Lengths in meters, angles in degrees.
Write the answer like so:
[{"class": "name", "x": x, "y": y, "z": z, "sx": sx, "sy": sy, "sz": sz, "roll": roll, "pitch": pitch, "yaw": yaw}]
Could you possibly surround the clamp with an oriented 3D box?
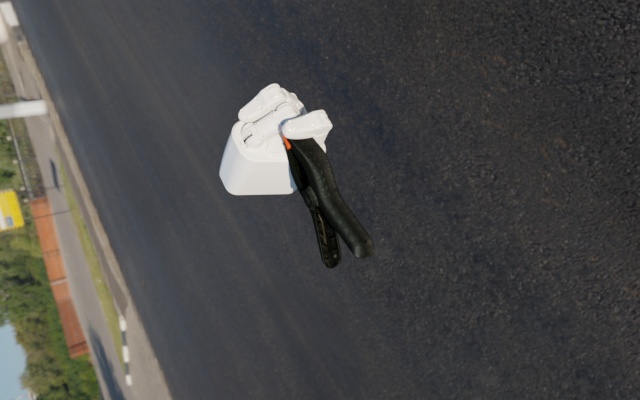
[{"class": "clamp", "x": 0.000, "y": 0.002, "z": 0.551, "sx": 0.039, "sy": 0.171, "sz": 0.120, "roll": -17, "pitch": -17, "yaw": -26}]
